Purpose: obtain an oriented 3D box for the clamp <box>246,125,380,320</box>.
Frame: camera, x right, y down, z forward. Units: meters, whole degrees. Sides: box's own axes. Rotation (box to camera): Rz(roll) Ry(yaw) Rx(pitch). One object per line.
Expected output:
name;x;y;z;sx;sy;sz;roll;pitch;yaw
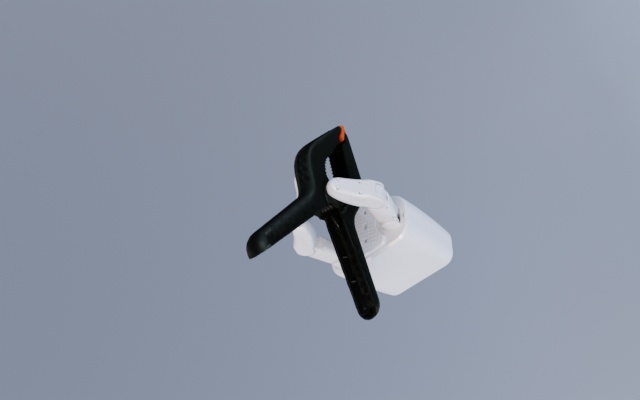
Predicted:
clamp;0.001;0.001;0.488;0.036;0.209;0.165;-25;-40;37
